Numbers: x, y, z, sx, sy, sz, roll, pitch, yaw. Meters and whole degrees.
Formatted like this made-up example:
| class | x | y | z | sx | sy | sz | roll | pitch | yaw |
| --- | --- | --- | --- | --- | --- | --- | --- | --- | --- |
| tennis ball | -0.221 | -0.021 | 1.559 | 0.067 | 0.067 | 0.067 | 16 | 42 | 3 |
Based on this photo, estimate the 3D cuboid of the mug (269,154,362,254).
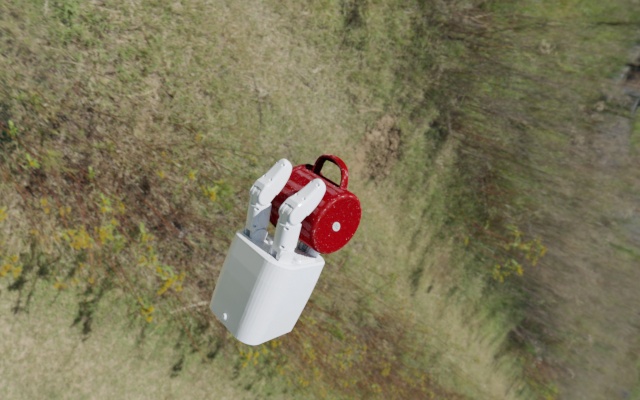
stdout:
| class | x | y | z | sx | sy | sz | roll | pitch | yaw |
| --- | --- | --- | --- | --- | --- | --- | --- | --- | --- |
| mug | 0.001 | 0.001 | 0.579 | 0.081 | 0.117 | 0.093 | 32 | 14 | 39 |
